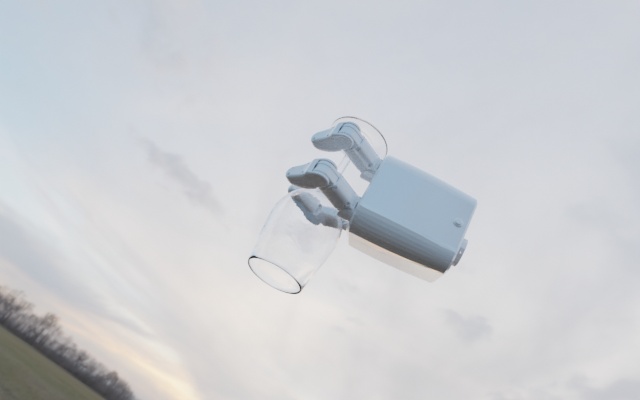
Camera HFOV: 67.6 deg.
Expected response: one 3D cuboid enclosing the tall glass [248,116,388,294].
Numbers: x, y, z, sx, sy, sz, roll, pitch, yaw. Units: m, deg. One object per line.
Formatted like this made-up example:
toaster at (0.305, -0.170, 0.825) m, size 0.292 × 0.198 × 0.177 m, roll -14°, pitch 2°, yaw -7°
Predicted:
tall glass at (0.000, 0.001, 0.519) m, size 0.079 × 0.201 × 0.079 m, roll 24°, pitch -31°, yaw 15°
